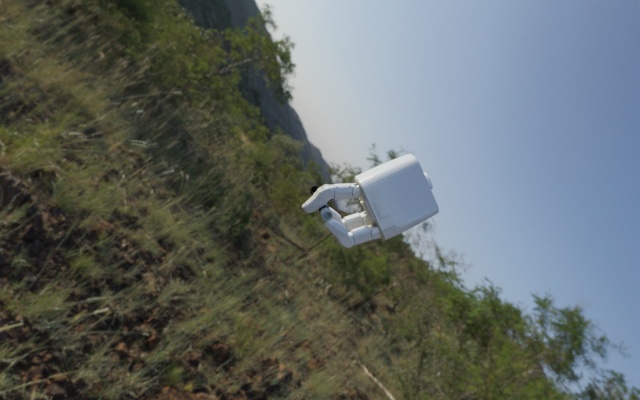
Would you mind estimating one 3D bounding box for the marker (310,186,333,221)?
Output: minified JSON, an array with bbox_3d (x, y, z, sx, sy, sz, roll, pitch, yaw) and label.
[{"bbox_3d":[0.000,0.003,0.832,0.020,0.020,0.121,0,22,-12],"label":"marker"}]
